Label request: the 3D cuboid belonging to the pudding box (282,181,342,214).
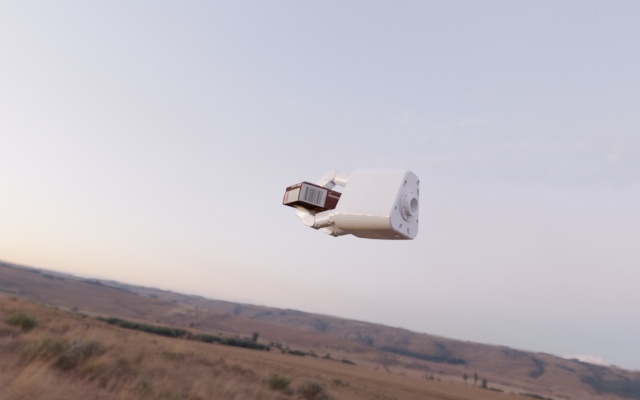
[{"bbox_3d":[0.000,0.003,0.844,0.113,0.039,0.090,19,-13,-20],"label":"pudding box"}]
